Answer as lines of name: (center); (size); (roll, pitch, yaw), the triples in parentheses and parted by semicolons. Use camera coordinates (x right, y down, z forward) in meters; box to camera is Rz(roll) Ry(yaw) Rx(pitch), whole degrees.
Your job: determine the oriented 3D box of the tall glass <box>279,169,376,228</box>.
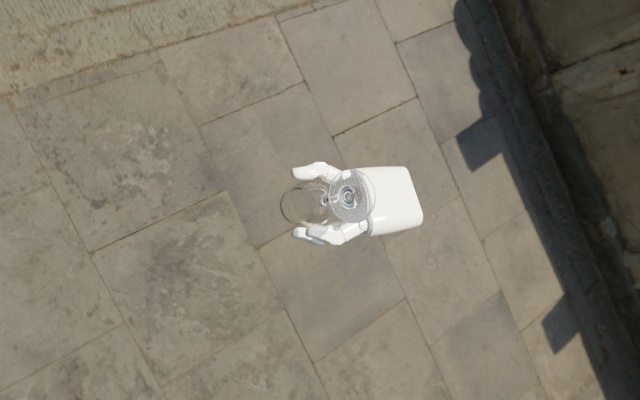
tall glass: (0.000, 0.002, 0.735); (0.079, 0.079, 0.201); (0, -5, -27)
